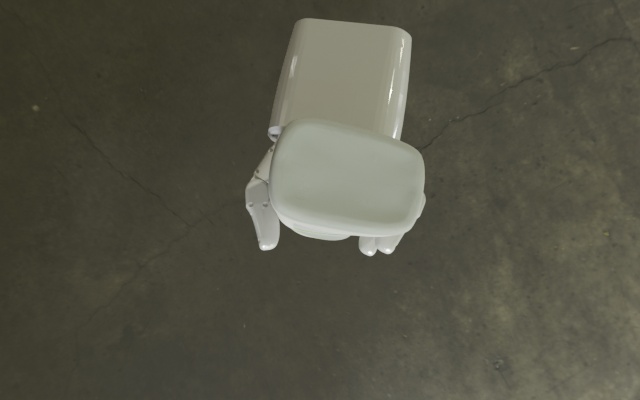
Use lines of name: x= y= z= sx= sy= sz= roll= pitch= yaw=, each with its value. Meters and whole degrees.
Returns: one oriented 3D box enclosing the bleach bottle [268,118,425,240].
bleach bottle: x=0.000 y=0.001 z=0.415 sx=0.102 sy=0.068 sz=0.251 roll=12 pitch=-9 yaw=-8
